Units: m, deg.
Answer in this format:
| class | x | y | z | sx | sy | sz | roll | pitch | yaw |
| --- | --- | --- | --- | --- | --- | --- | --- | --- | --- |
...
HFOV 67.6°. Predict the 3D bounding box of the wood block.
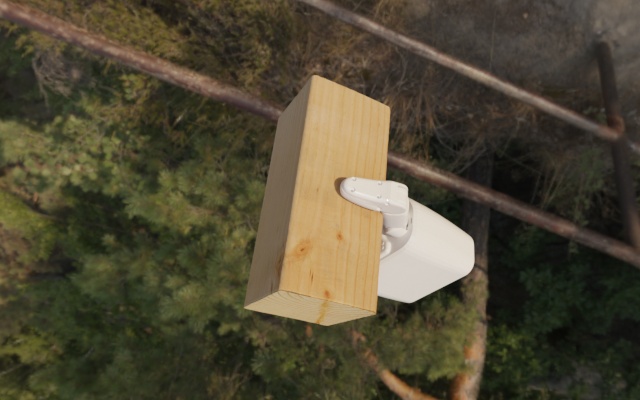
| class | x | y | z | sx | sy | sz | roll | pitch | yaw |
| --- | --- | --- | --- | --- | --- | --- | --- | --- | --- |
| wood block | 0.001 | 0.002 | 0.451 | 0.090 | 0.206 | 0.091 | 18 | -27 | -22 |
